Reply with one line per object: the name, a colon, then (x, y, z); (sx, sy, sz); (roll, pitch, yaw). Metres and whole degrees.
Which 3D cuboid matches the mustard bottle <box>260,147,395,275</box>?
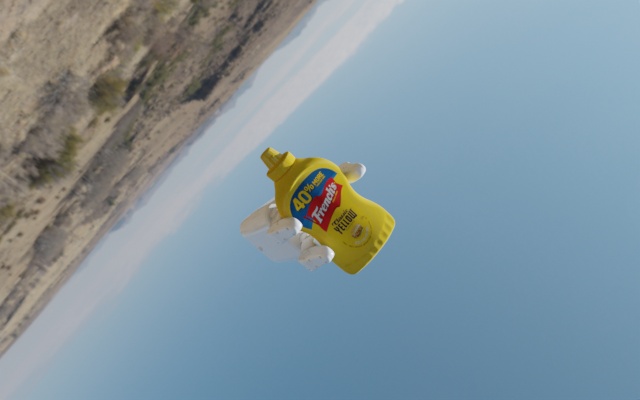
mustard bottle: (0.000, 0.002, 0.609); (0.192, 0.096, 0.058); (42, -6, -16)
